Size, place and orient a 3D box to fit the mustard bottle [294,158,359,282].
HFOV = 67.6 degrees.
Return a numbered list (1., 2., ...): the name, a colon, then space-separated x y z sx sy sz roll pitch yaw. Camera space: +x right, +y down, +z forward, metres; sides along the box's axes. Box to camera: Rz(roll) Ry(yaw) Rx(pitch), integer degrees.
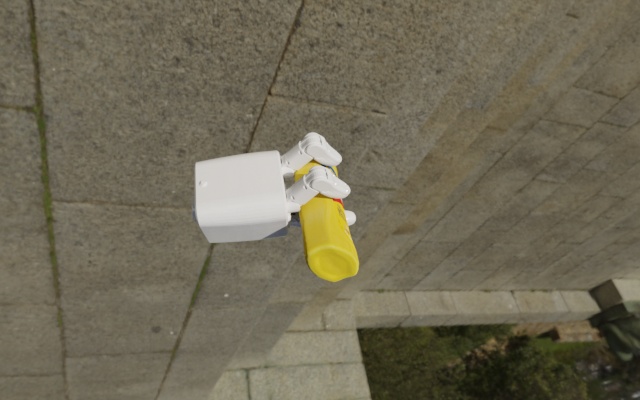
1. mustard bottle: 0.000 0.002 0.618 0.058 0.191 0.096 -21 -37 14
